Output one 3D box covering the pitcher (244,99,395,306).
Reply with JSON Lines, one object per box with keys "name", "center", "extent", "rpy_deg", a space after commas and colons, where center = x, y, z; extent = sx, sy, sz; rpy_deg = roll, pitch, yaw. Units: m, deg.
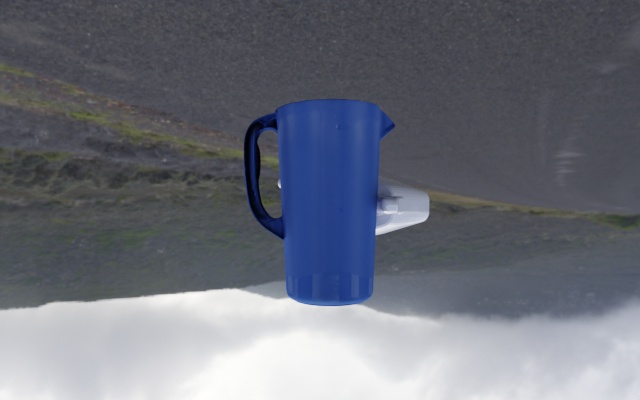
{"name": "pitcher", "center": [0.000, 0.002, 0.596], "extent": [0.149, 0.243, 0.145], "rpy_deg": [-1, -1, 40]}
